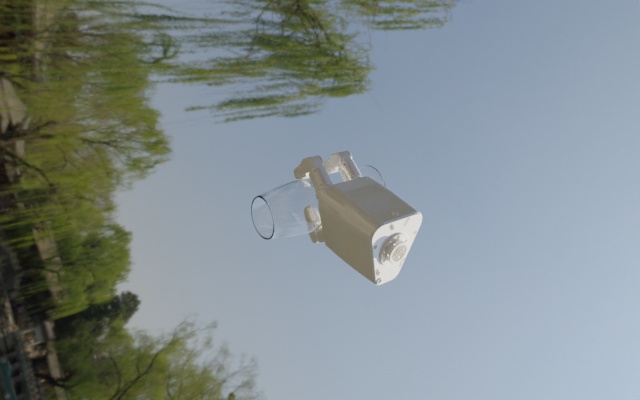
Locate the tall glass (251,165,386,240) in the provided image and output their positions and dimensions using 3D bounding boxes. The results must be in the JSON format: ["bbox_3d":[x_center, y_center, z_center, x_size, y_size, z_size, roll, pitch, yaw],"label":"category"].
[{"bbox_3d":[0.001,0.002,0.705,0.201,0.079,0.079,-15,8,-34],"label":"tall glass"}]
